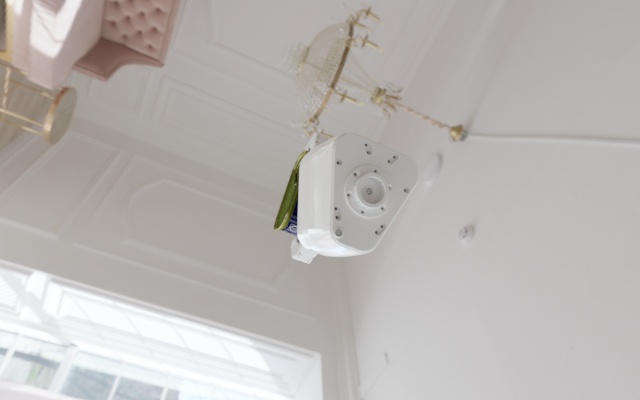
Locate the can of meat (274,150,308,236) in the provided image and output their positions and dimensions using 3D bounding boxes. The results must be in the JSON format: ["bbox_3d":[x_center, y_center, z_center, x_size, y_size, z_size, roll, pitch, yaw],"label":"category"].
[{"bbox_3d":[0.000,0.002,0.587,0.084,0.102,0.057,21,-15,-14],"label":"can of meat"}]
